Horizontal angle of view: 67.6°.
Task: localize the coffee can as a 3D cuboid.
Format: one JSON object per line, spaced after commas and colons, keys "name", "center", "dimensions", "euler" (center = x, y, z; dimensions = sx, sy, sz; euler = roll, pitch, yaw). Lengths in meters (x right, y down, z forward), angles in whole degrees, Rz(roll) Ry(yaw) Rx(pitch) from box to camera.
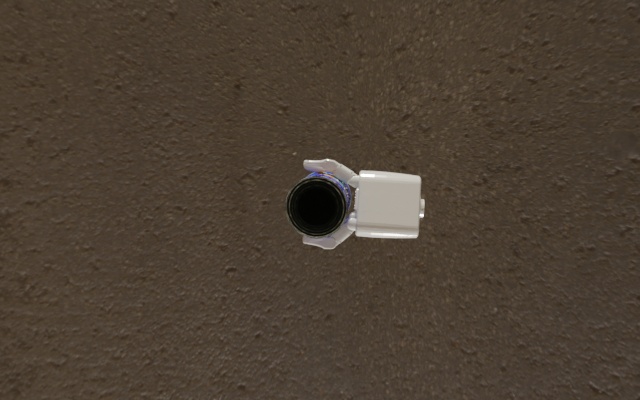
{"name": "coffee can", "center": [0.000, 0.003, 0.838], "dimensions": [0.103, 0.103, 0.140], "euler": [0, 7, 6]}
